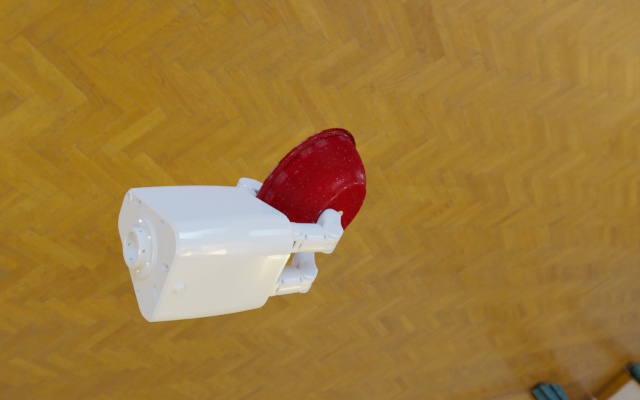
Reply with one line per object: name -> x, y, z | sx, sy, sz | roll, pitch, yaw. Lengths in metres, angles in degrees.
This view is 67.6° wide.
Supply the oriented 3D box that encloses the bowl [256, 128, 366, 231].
bowl -> 0.001, 0.002, 0.531 | 0.055, 0.162, 0.162 | 41, 19, 24
